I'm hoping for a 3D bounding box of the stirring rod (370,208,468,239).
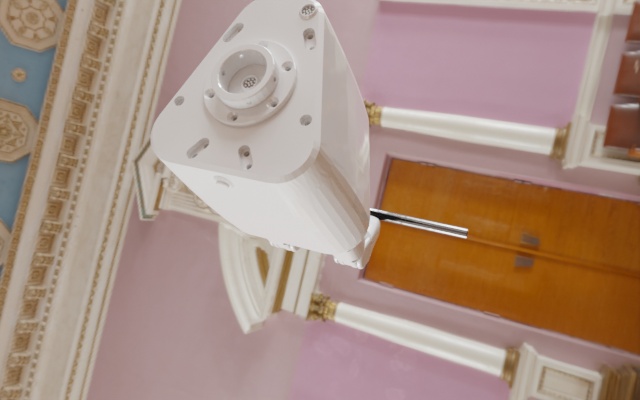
[{"bbox_3d":[0.000,0.001,0.401,0.239,0.011,0.011,12,4,21],"label":"stirring rod"}]
